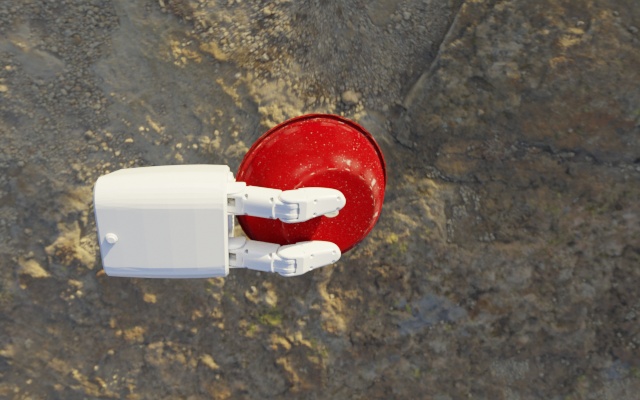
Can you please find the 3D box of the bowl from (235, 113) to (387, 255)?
[{"bbox_3d":[0.001,0.001,0.462,0.162,0.162,0.055,0,25,-20],"label":"bowl"}]
